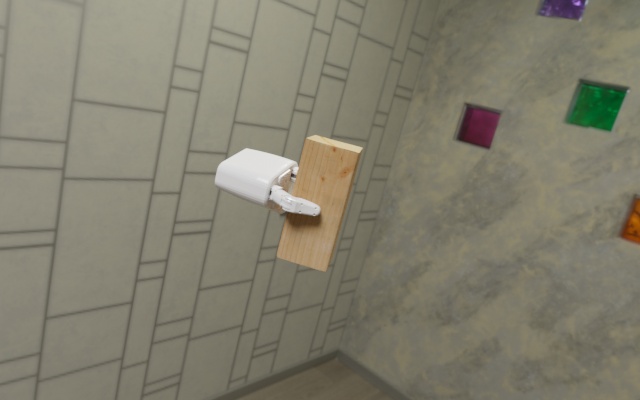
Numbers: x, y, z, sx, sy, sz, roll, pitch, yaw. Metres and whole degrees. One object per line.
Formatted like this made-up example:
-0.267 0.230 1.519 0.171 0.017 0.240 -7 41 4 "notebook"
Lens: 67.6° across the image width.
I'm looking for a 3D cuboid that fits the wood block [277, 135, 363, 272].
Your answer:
0.000 0.002 0.812 0.090 0.206 0.091 16 13 6 "wood block"
